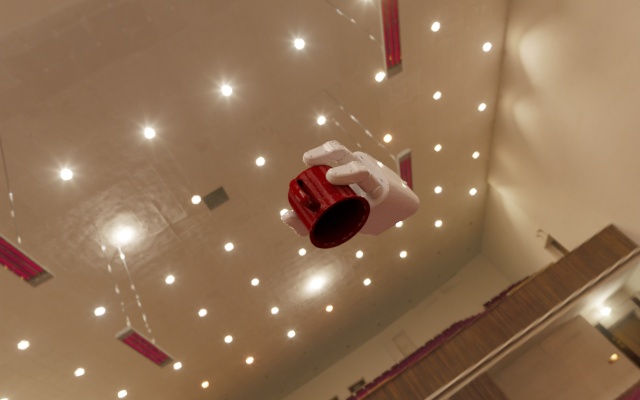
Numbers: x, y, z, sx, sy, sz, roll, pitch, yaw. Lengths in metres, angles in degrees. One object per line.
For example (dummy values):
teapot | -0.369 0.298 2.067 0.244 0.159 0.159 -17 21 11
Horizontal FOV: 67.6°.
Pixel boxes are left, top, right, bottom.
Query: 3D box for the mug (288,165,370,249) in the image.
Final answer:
mug | -0.001 0.002 0.643 0.117 0.093 0.081 22 24 -49
